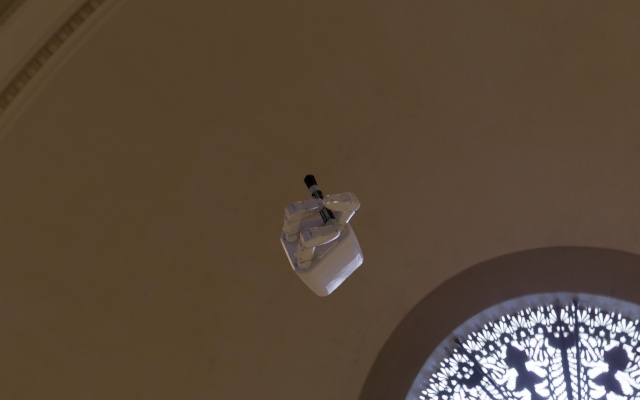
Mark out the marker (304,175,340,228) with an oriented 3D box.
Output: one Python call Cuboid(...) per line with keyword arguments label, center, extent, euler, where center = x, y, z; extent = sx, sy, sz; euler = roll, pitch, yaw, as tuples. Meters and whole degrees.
Cuboid(label="marker", center=(0.000, 0.002, 0.760), extent=(0.020, 0.121, 0.020), euler=(-16, -39, -13))
